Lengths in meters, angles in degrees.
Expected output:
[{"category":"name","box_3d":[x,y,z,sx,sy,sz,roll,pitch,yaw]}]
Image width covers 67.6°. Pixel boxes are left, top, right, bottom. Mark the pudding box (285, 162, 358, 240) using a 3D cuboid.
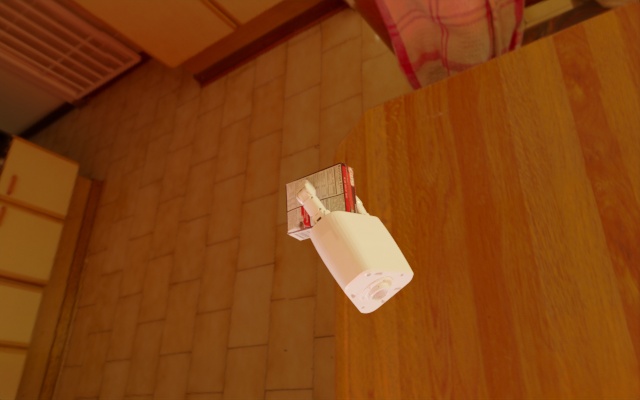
[{"category":"pudding box","box_3d":[0.000,0.002,0.729,0.113,0.090,0.039,-18,-28,29]}]
